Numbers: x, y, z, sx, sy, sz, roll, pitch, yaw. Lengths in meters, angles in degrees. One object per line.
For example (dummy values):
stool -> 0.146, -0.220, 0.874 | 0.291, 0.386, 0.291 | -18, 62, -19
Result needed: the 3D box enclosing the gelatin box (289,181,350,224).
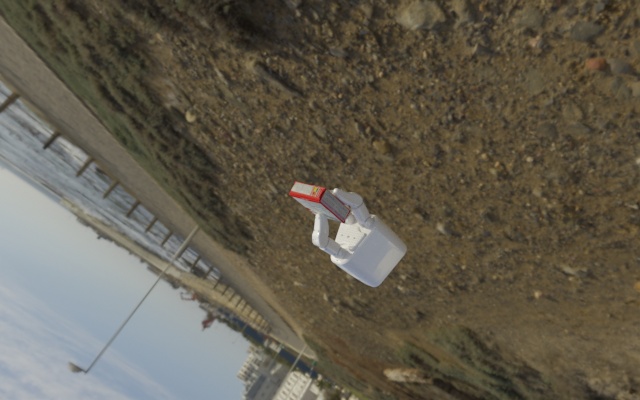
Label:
gelatin box -> 0.000, 0.003, 0.839 | 0.073, 0.030, 0.089 | 15, -17, 41
